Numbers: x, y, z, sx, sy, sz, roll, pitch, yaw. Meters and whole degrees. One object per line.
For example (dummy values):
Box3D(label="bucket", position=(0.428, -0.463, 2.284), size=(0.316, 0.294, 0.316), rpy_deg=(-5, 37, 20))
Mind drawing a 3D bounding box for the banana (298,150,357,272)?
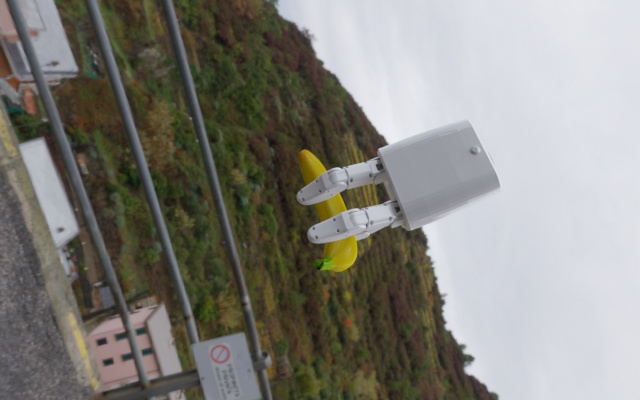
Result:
Box3D(label="banana", position=(0.010, 0.015, 0.568), size=(0.037, 0.197, 0.070), rpy_deg=(-28, -49, 14))
